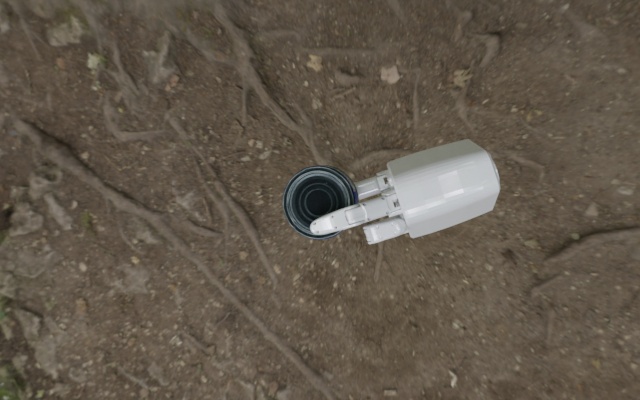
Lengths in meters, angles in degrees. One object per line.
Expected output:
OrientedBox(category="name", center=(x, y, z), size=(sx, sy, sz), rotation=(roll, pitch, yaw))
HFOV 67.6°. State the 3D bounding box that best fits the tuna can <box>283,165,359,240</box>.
OrientedBox(category="tuna can", center=(0.000, 0.002, 0.554), size=(0.086, 0.086, 0.034), rotation=(0, 4, 11))
